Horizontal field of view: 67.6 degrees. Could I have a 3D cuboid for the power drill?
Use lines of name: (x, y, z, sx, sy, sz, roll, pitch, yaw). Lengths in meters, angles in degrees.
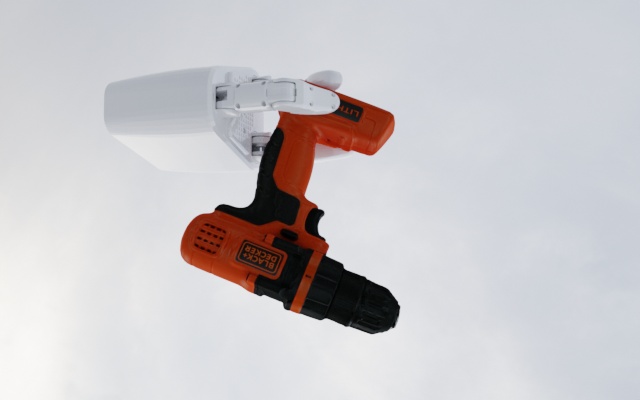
power drill: (0.000, 0.001, 0.406, 0.184, 0.187, 0.057, 22, -20, 2)
